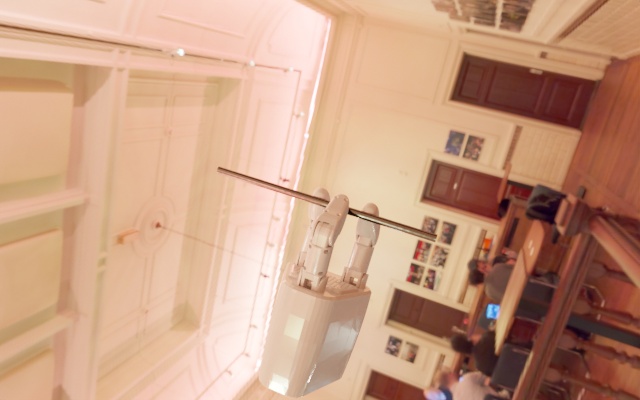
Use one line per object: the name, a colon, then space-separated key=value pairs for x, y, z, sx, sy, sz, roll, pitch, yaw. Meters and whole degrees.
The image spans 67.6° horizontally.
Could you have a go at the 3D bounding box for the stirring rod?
stirring rod: x=0.000 y=0.002 z=0.488 sx=0.239 sy=0.011 sz=0.011 roll=17 pitch=5 yaw=15
